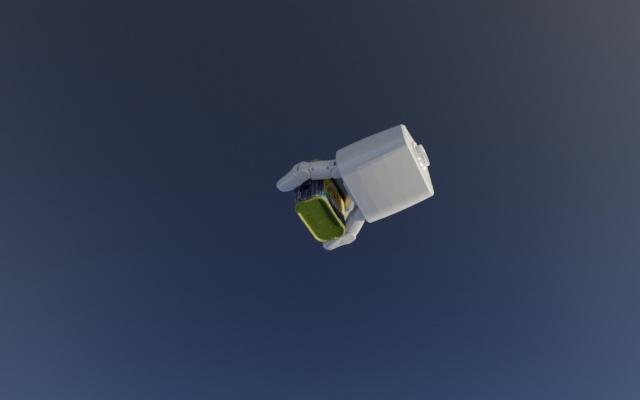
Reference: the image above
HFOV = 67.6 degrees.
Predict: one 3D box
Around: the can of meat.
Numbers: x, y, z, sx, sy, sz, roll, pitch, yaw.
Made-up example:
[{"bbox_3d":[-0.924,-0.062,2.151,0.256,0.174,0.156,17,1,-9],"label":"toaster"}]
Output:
[{"bbox_3d":[0.000,0.003,0.741,0.057,0.083,0.102,-20,-50,17],"label":"can of meat"}]
